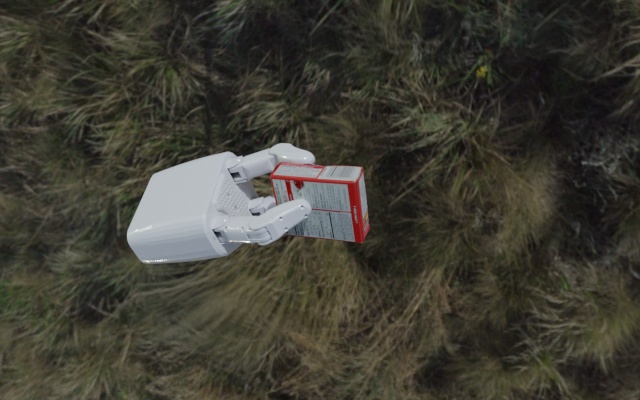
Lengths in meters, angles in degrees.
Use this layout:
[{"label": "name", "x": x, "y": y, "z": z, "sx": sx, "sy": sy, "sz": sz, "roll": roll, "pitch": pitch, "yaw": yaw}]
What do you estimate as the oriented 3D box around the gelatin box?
[{"label": "gelatin box", "x": 0.000, "y": 0.002, "z": 0.468, "sx": 0.089, "sy": 0.073, "sz": 0.030, "roll": 5, "pitch": 37, "yaw": 21}]
